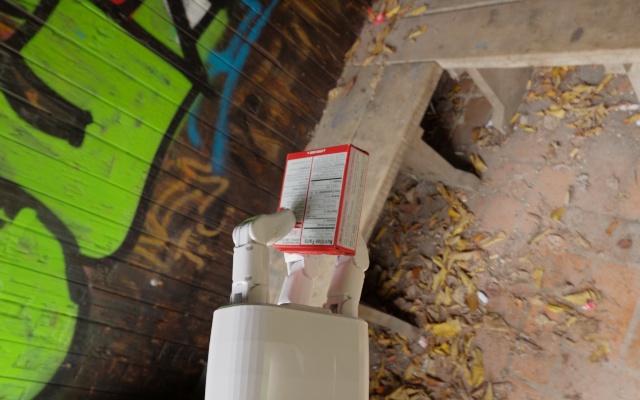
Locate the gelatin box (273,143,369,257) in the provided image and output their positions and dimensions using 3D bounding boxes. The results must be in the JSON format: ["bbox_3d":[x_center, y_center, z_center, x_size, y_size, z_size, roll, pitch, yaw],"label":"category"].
[{"bbox_3d":[0.000,0.001,0.402,0.073,0.089,0.030,-4,-17,43],"label":"gelatin box"}]
